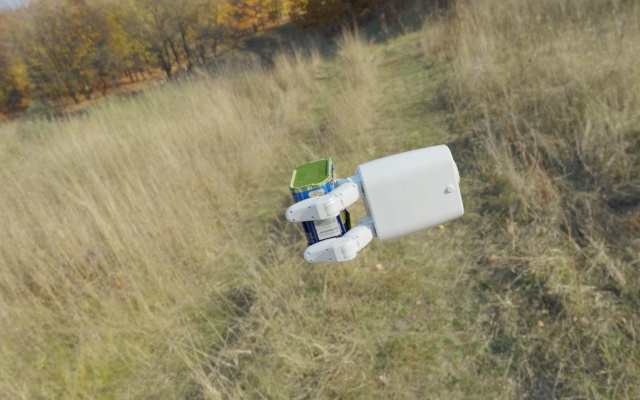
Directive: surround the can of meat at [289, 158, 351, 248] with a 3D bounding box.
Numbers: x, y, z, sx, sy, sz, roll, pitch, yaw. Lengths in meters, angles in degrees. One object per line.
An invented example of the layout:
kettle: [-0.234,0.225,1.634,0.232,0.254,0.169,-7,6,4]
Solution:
can of meat: [0.000,0.002,0.598,0.057,0.084,0.102,-15,21,7]
